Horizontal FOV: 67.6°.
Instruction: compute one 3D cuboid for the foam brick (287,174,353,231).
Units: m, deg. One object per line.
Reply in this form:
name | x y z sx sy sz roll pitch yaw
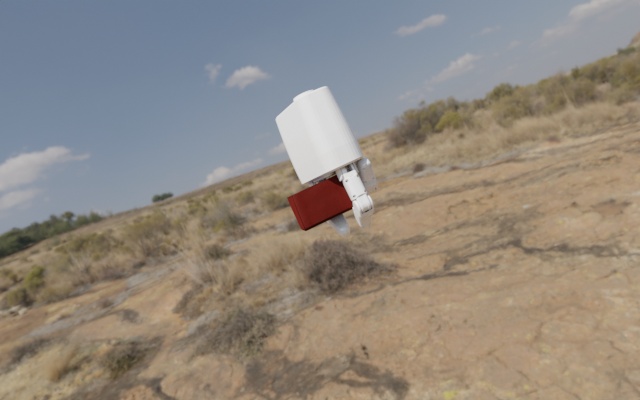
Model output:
foam brick | 0.000 0.002 0.655 0.078 0.051 0.053 -25 3 -11
